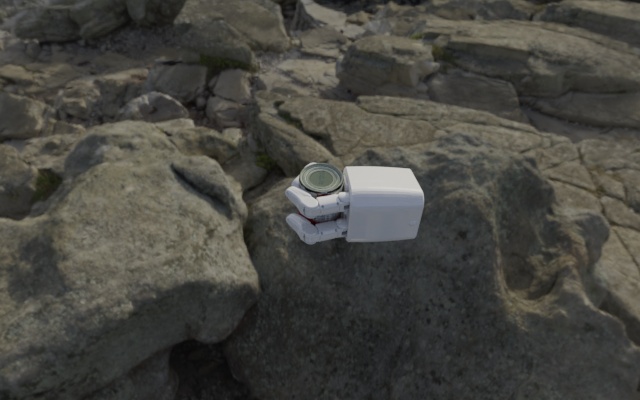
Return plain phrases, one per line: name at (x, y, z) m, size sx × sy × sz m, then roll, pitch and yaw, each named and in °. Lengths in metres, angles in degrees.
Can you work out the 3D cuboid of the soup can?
soup can at (0.000, 0.002, 0.729) m, size 0.068 × 0.102 × 0.068 m, roll 1°, pitch 44°, yaw -1°
